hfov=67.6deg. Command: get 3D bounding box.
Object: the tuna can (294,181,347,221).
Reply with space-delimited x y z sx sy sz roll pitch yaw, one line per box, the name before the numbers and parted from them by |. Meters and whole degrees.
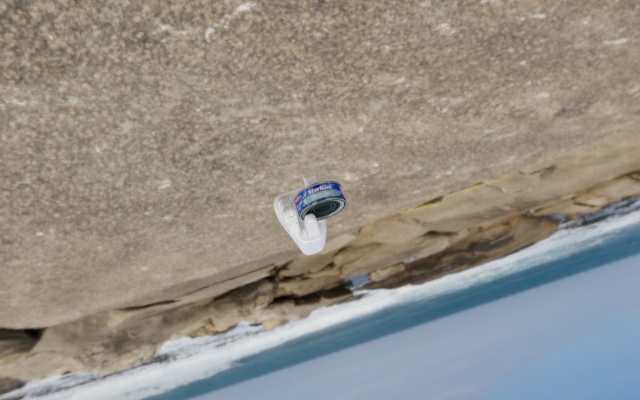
tuna can | 0.000 0.003 0.810 0.086 0.033 0.086 -15 -24 -7
